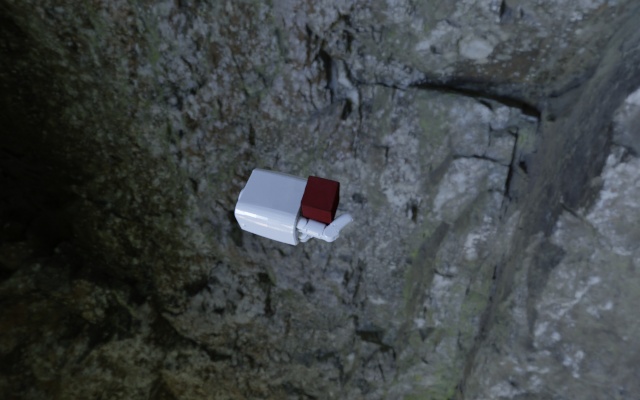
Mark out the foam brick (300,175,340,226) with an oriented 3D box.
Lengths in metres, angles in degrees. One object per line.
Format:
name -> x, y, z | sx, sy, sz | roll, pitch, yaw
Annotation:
foam brick -> 0.000, 0.002, 0.771 | 0.051, 0.053, 0.078 | 15, -21, 7
